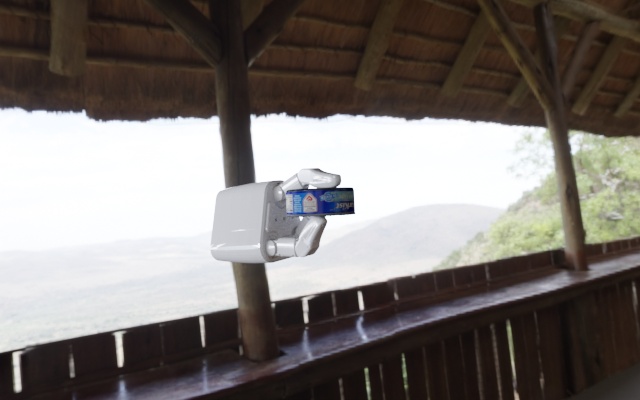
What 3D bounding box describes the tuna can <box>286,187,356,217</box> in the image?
[{"bbox_3d":[0.000,0.001,0.588,0.086,0.034,0.086,-2,0,0],"label":"tuna can"}]
